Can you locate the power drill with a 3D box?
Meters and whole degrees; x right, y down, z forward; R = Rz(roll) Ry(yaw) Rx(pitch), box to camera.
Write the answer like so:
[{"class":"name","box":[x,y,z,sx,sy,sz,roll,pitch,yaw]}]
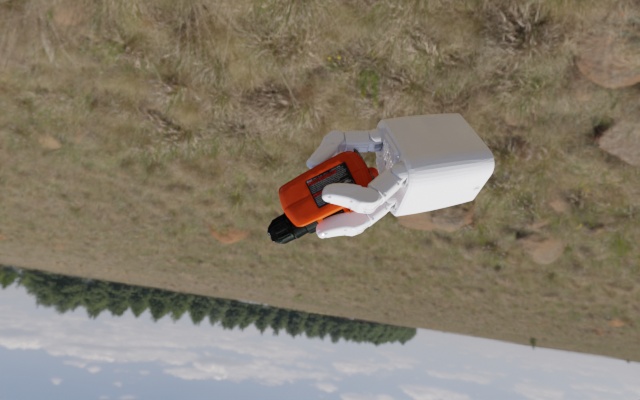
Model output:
[{"class":"power drill","box":[0.000,0.002,0.618,0.184,0.057,0.187,-29,-7,2]}]
